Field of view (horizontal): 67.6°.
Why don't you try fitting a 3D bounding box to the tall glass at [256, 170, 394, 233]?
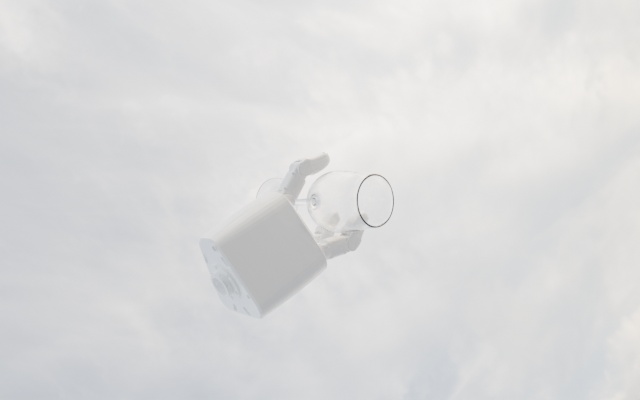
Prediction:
[{"bbox_3d":[0.000,0.002,0.620,0.079,0.079,0.201,0,-1,-40],"label":"tall glass"}]
